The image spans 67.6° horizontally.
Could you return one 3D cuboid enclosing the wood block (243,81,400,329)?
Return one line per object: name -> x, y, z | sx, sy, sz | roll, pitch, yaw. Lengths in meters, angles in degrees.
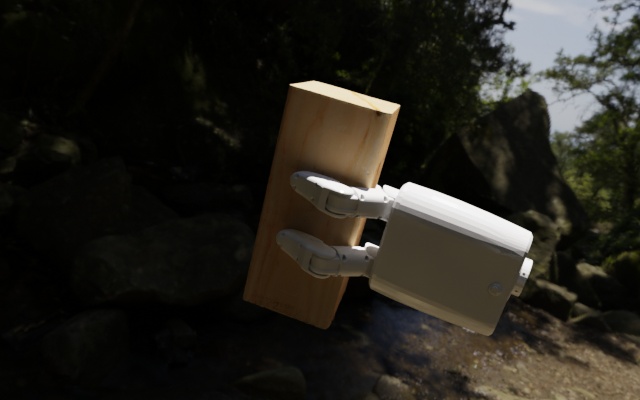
wood block -> 0.001, 0.001, 0.455 | 0.090, 0.206, 0.090 | 18, 19, 9
